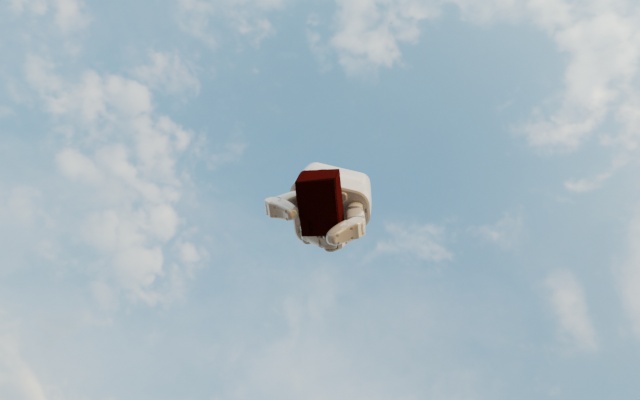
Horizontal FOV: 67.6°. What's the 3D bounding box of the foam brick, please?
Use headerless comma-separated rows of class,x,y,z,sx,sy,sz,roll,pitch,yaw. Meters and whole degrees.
foam brick,0.000,0.002,0.621,0.053,0.078,0.051,-2,20,10
